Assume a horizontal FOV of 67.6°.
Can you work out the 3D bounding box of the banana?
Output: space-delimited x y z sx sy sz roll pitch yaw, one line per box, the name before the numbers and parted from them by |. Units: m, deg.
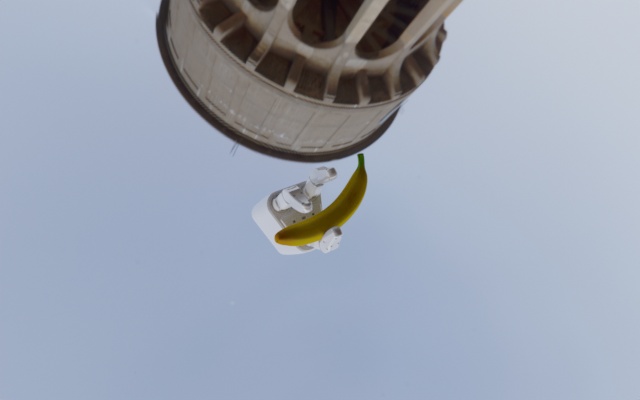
banana | 0.013 0.014 0.732 0.197 0.070 0.037 -46 19 -22
